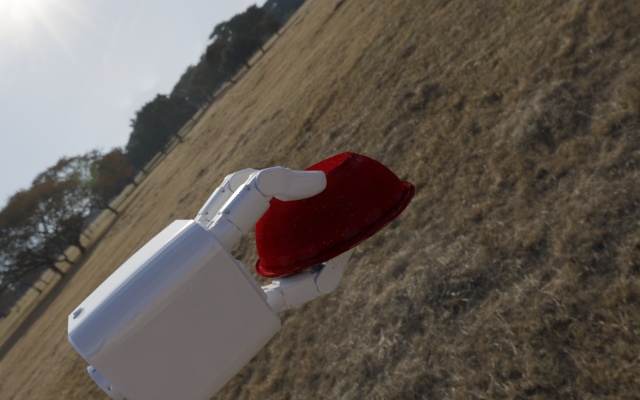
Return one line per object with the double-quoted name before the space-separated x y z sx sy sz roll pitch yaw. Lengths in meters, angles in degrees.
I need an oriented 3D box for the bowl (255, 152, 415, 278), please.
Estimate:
"bowl" 0.001 0.000 0.430 0.162 0.055 0.162 -27 11 6
